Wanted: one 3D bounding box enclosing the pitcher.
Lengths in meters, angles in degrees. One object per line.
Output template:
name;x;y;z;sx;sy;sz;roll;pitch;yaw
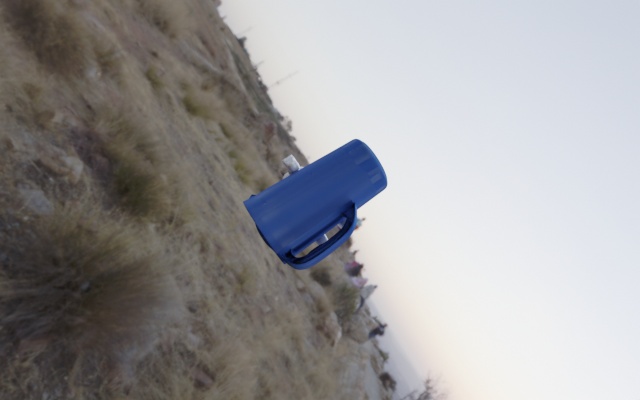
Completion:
pitcher;0.000;0.003;0.848;0.243;0.149;0.145;-33;9;-5
